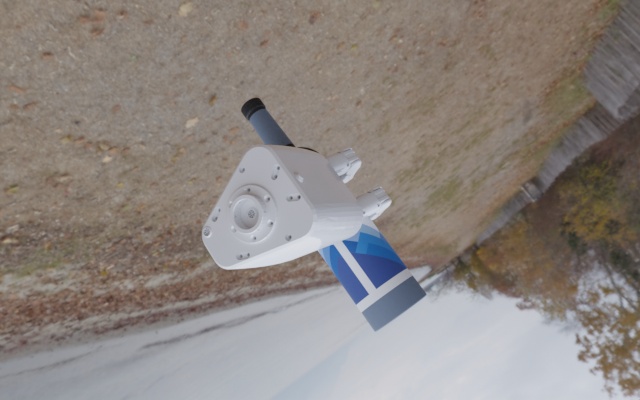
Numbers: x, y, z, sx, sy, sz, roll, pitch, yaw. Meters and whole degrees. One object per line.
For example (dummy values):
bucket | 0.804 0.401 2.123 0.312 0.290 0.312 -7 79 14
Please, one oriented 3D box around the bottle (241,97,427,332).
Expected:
bottle | 0.000 0.002 0.531 0.069 0.295 0.069 -33 -15 -10
